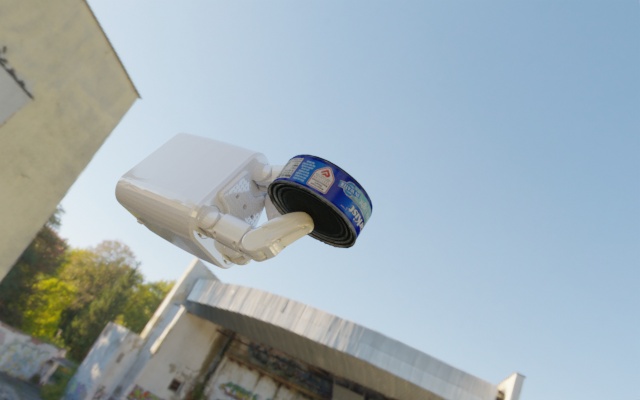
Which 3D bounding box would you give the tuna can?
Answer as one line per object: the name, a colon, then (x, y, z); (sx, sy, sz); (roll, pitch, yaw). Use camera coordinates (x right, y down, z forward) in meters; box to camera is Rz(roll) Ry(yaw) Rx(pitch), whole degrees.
tuna can: (0.000, 0.001, 0.401); (0.086, 0.033, 0.086); (28, -24, 14)
